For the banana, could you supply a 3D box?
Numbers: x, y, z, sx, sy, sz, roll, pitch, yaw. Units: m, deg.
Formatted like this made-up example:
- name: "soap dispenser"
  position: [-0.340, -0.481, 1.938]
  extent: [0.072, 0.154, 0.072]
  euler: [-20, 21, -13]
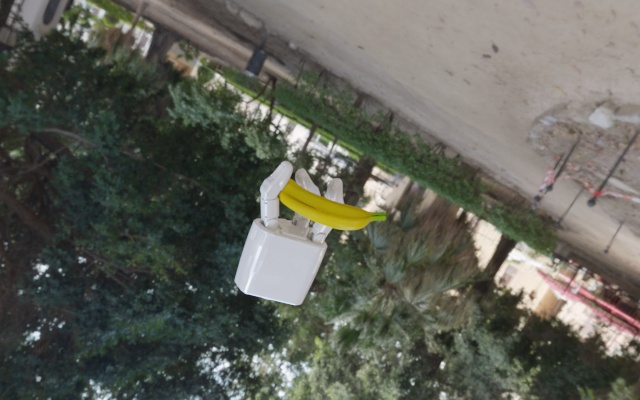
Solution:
- name: "banana"
  position: [-0.008, 0.004, 0.682]
  extent: [0.197, 0.037, 0.069]
  euler: [22, 16, 32]
